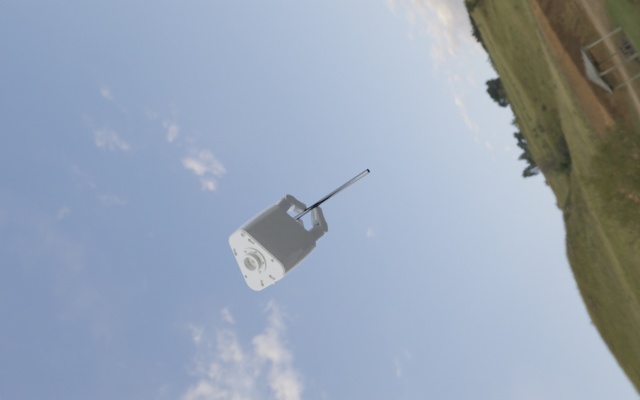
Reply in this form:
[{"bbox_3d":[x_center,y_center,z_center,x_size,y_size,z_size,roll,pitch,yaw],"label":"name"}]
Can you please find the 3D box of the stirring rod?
[{"bbox_3d":[0.000,0.003,0.890,0.239,0.011,0.011,-33,-21,35],"label":"stirring rod"}]
